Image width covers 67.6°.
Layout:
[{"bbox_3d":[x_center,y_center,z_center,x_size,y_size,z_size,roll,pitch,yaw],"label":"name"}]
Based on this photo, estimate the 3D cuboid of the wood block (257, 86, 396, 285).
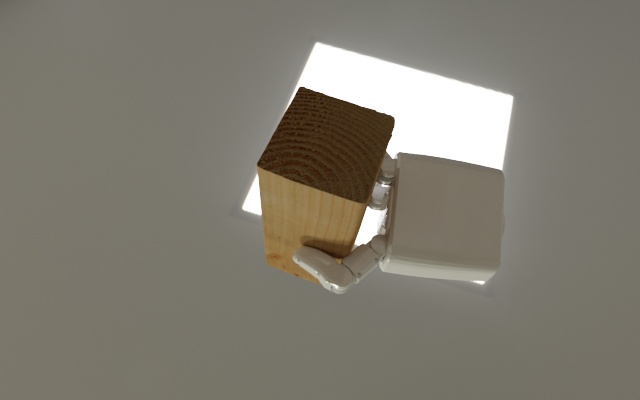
[{"bbox_3d":[0.000,0.002,0.465,0.090,0.090,0.206,20,-28,6],"label":"wood block"}]
